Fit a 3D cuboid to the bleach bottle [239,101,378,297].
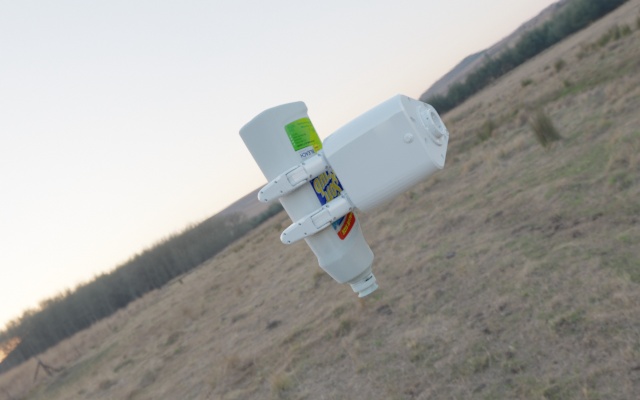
[{"bbox_3d":[0.000,0.002,0.597,0.068,0.251,0.102,-30,1,33],"label":"bleach bottle"}]
